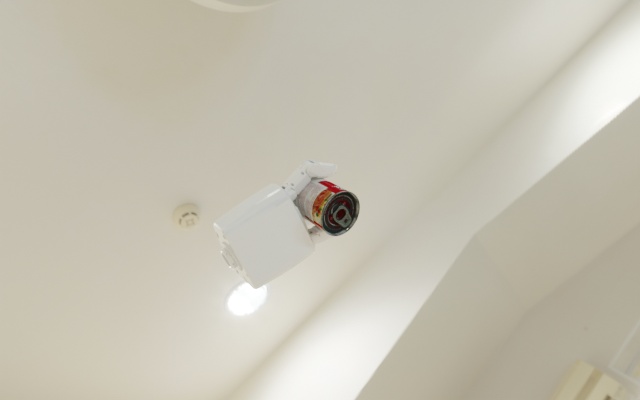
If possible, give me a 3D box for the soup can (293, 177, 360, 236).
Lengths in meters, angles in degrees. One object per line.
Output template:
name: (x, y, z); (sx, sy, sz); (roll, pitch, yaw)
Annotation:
soup can: (0.000, 0.002, 0.707); (0.068, 0.068, 0.102); (0, 20, -38)
